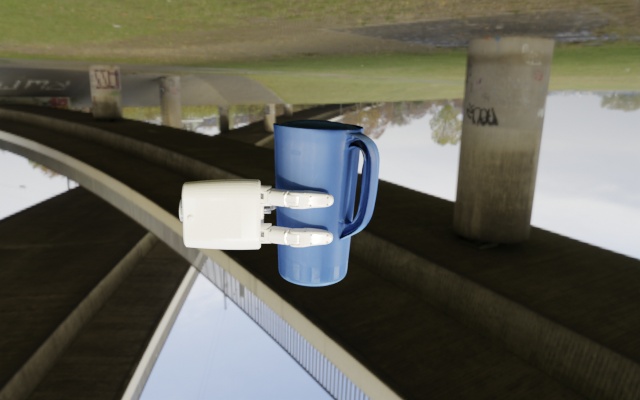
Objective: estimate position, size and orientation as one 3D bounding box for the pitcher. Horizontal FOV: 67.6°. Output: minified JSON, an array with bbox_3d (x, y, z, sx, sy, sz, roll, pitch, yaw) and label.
[{"bbox_3d":[0.000,0.002,0.719,0.145,0.243,0.149,1,14,-6],"label":"pitcher"}]
